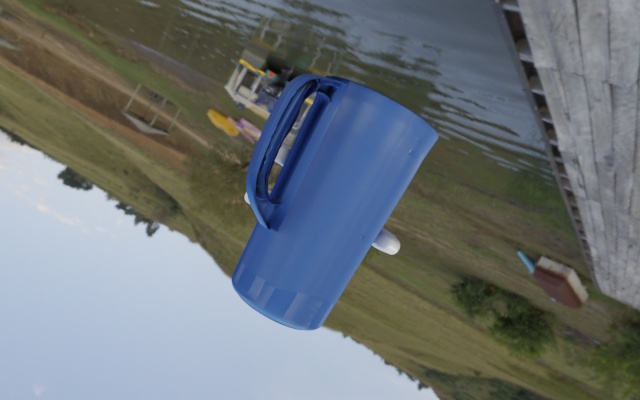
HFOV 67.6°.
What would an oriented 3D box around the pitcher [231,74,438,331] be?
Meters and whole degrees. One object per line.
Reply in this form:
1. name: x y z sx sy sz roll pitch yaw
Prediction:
1. pitcher: 0.000 0.002 0.491 0.149 0.243 0.145 28 2 5
